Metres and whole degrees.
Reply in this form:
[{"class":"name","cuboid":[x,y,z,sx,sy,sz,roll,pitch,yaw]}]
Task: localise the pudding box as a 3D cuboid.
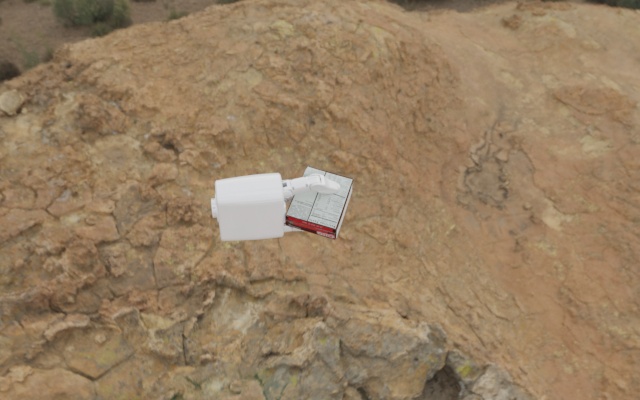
[{"class":"pudding box","cuboid":[0.000,0.003,0.812,0.090,0.113,0.039,17,-31,7]}]
